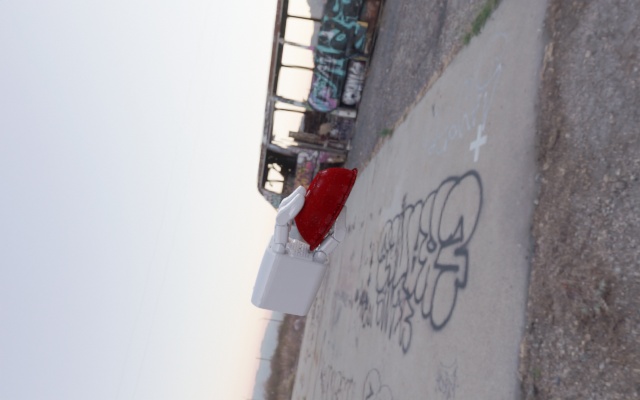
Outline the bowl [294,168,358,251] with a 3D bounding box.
[{"bbox_3d":[0.000,0.001,0.813,0.055,0.162,0.162,30,-3,-6],"label":"bowl"}]
